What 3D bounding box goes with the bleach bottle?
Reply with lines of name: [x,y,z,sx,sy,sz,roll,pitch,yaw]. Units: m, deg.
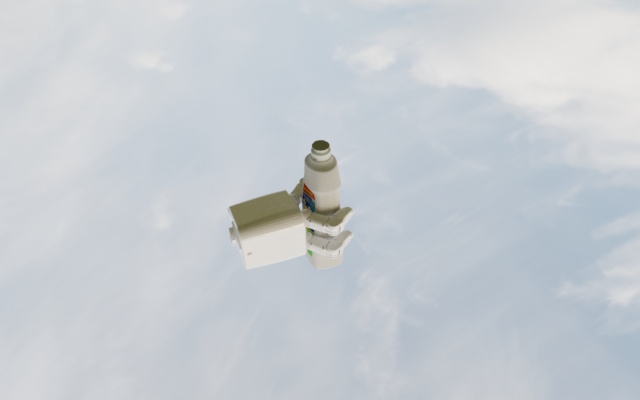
bleach bottle: [0.000,0.003,0.814,0.068,0.251,0.102,-14,44,-13]
